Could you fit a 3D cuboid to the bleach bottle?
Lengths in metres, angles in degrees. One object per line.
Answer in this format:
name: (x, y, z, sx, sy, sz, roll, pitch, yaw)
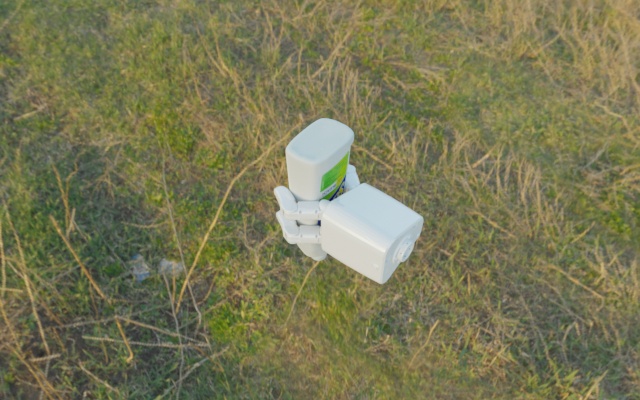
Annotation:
bleach bottle: (0.000, 0.002, 0.744, 0.068, 0.251, 0.102, 29, 54, 26)
